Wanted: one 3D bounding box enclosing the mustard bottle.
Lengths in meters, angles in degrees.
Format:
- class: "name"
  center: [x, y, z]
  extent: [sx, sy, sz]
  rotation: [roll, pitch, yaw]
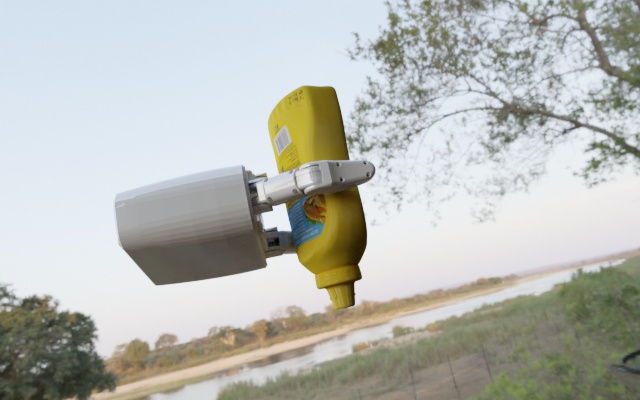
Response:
- class: "mustard bottle"
  center: [0.000, 0.001, 0.431]
  extent: [0.058, 0.191, 0.096]
  rotation: [-5, -15, -29]
